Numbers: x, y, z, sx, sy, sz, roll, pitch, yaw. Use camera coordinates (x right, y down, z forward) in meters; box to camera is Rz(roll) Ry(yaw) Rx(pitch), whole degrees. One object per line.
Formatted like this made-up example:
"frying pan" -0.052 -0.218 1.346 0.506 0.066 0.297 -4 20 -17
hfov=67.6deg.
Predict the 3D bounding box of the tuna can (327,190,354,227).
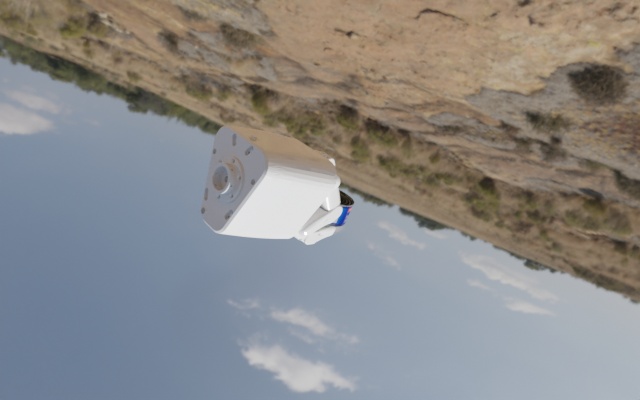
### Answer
"tuna can" 0.000 0.003 0.646 0.086 0.034 0.086 20 15 -6
